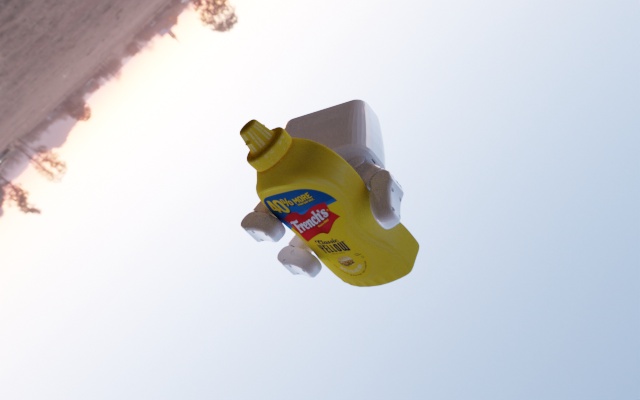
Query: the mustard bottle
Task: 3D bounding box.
[{"bbox_3d":[0.000,0.002,0.425,0.096,0.058,0.192,-12,-49,45],"label":"mustard bottle"}]
